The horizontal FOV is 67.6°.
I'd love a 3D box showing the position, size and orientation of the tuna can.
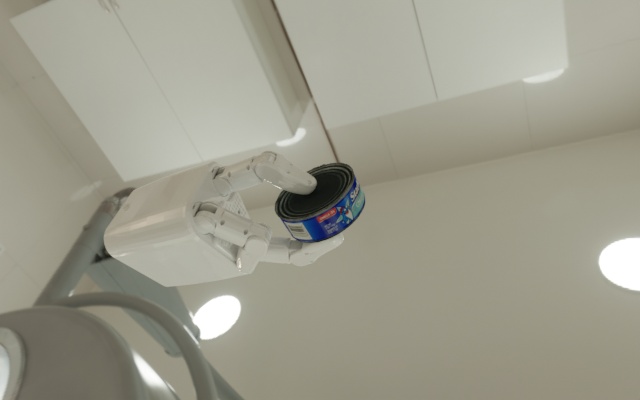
[{"bbox_3d":[0.000,0.002,0.471,0.086,0.034,0.086,-22,30,14],"label":"tuna can"}]
